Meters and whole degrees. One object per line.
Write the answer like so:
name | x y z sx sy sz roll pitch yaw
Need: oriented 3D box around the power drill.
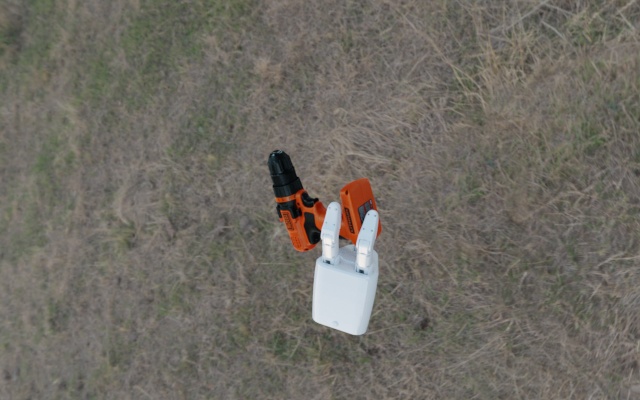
power drill | 0.000 0.003 0.773 0.187 0.184 0.057 3 29 46
